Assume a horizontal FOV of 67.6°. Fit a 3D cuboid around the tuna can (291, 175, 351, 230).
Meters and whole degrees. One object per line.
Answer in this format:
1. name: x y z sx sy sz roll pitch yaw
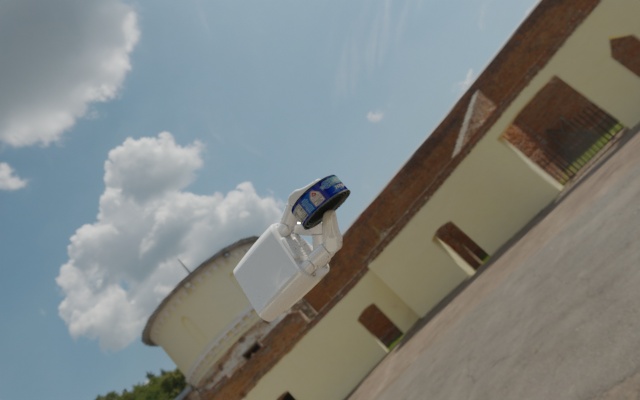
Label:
1. tuna can: 0.000 0.002 0.686 0.086 0.033 0.086 -38 -13 -10
